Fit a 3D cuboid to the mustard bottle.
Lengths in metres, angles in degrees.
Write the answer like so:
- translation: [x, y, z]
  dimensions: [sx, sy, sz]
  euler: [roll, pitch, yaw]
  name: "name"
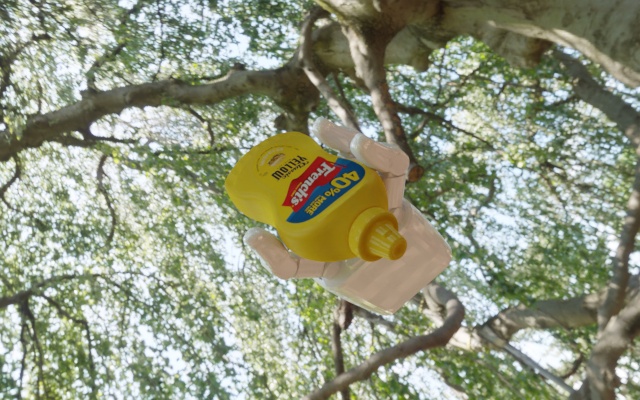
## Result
- translation: [0.000, 0.001, 0.408]
  dimensions: [0.096, 0.058, 0.191]
  euler: [-37, 40, -19]
  name: "mustard bottle"
